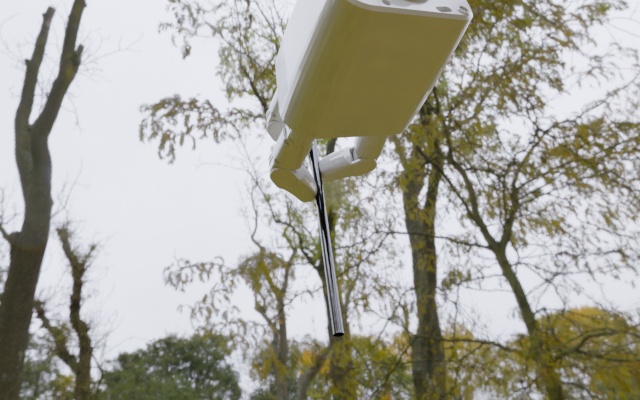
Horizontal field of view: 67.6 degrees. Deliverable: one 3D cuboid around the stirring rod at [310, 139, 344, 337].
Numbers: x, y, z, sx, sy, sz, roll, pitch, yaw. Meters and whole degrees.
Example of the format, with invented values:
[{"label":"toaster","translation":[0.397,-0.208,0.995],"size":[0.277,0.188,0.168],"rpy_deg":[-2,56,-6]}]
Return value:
[{"label":"stirring rod","translation":[0.000,0.001,0.415],"size":[0.011,0.239,0.011],"rpy_deg":[-5,-37,-4]}]
